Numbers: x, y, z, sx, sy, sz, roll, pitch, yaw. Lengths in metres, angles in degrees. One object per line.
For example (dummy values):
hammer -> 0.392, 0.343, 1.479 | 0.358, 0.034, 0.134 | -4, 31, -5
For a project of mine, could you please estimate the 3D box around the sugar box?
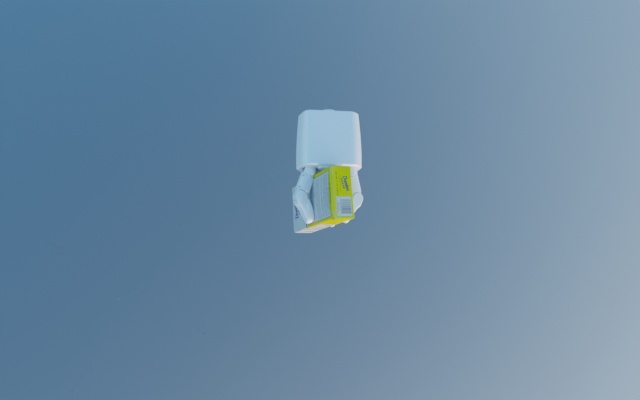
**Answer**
sugar box -> 0.001, 0.003, 0.872 | 0.048, 0.093, 0.176 | 1, -11, -23
